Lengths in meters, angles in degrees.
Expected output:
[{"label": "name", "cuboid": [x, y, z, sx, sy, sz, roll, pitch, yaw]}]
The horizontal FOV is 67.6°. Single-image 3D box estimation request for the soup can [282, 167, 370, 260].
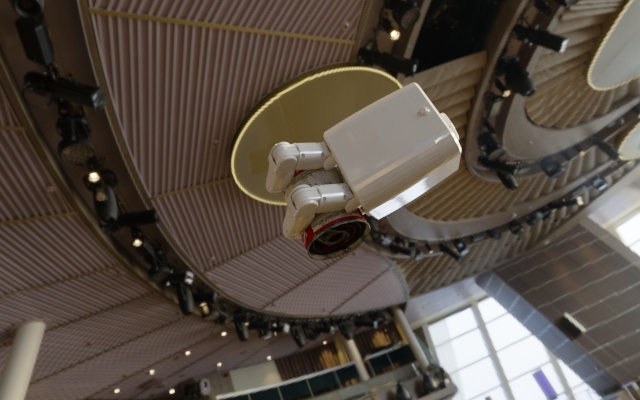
[{"label": "soup can", "cuboid": [0.000, 0.002, 0.501, 0.068, 0.102, 0.068, -19, -31, -12]}]
